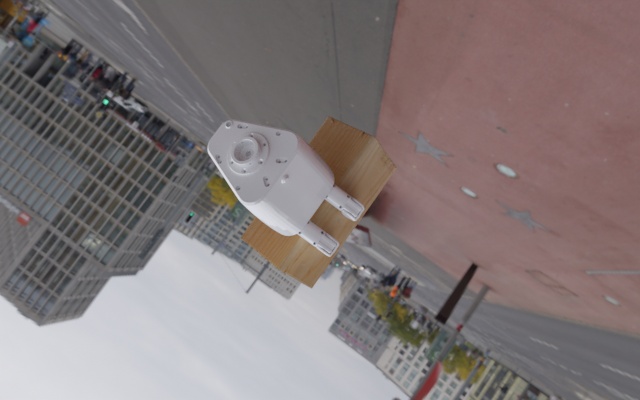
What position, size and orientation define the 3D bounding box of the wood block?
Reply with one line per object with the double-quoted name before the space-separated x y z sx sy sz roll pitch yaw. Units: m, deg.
"wood block" 0.000 0.002 0.656 0.090 0.206 0.090 32 -6 38
